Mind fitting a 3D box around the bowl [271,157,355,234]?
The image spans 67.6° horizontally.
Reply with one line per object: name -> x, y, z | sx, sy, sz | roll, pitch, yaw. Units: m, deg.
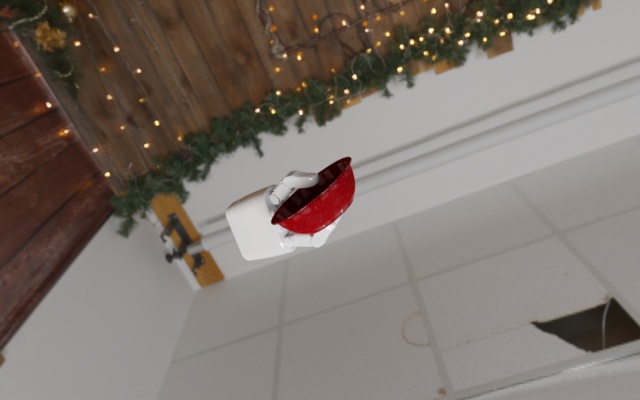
bowl -> 0.001, 0.002, 0.748 | 0.162, 0.055, 0.162 | -38, 12, 9
